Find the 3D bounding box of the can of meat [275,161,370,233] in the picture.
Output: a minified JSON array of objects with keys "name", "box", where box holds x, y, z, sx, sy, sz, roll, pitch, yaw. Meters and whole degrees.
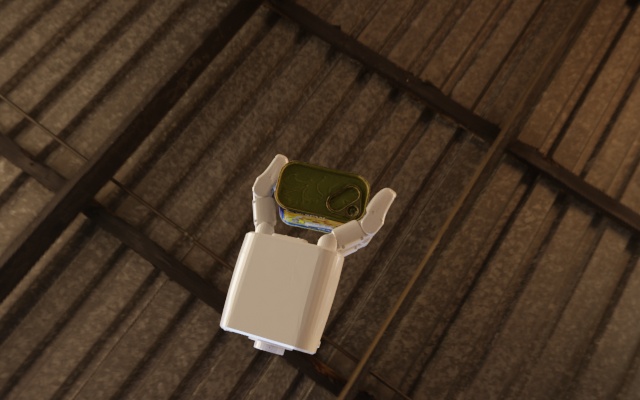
[{"name":"can of meat","box":[0.000,0.002,0.559,0.102,0.057,0.084,12,-17,0]}]
